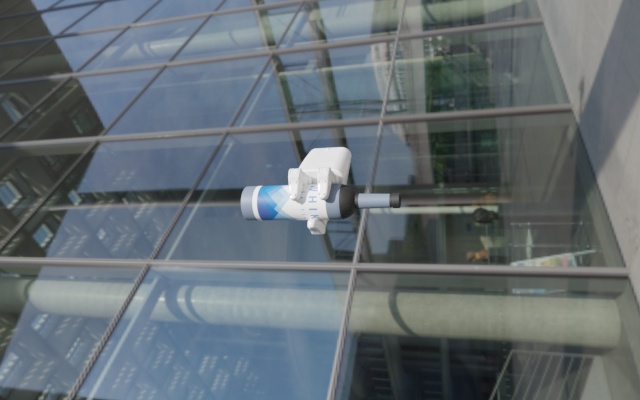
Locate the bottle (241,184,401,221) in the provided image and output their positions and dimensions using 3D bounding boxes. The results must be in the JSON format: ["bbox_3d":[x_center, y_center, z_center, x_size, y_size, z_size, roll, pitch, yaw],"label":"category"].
[{"bbox_3d":[0.000,0.003,0.888,0.296,0.069,0.069,-1,0,16],"label":"bottle"}]
